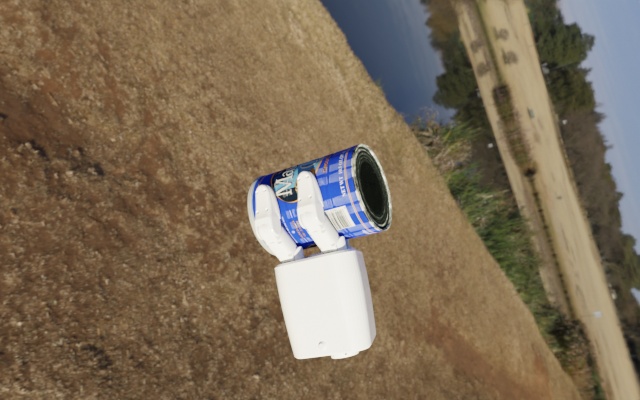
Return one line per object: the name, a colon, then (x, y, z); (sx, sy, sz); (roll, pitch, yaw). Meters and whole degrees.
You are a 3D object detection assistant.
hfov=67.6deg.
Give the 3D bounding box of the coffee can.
coffee can: (0.000, 0.002, 0.566); (0.140, 0.103, 0.103); (-16, -7, 26)
